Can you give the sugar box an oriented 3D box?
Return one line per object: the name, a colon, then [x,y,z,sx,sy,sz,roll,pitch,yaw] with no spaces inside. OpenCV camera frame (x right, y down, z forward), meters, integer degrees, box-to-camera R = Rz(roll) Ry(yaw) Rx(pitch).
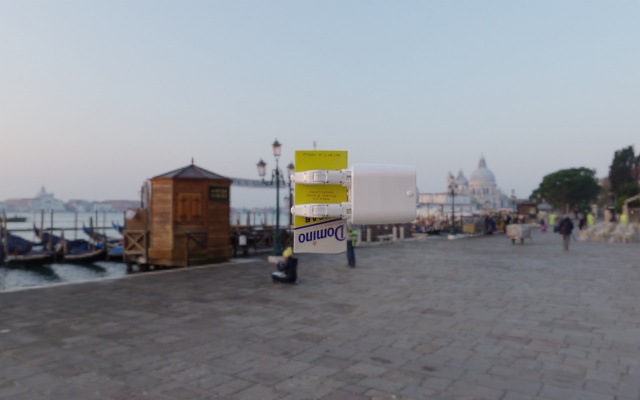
sugar box: [0.000,0.003,0.825,0.093,0.176,0.048,0,-1,-1]
